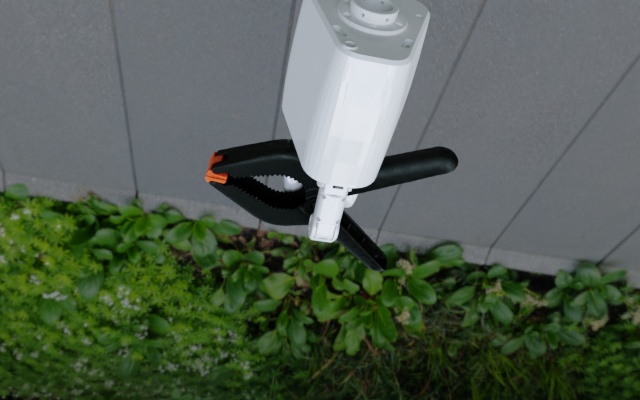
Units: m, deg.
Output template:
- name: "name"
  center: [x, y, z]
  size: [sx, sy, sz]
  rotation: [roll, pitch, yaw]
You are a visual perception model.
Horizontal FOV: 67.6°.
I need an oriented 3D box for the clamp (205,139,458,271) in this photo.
- name: "clamp"
  center: [0.000, 0.002, 0.445]
  size: [0.210, 0.165, 0.036]
  rotation: [9, 43, -6]
